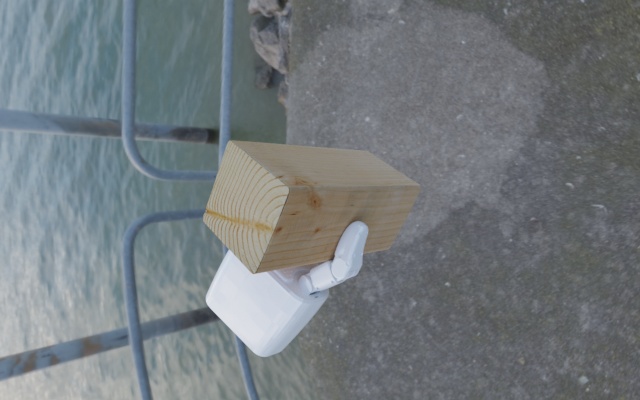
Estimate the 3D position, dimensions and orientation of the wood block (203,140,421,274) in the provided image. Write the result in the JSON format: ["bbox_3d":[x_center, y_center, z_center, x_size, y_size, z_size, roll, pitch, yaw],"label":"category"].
[{"bbox_3d":[0.000,0.002,0.492,0.206,0.090,0.090,-3,34,-48],"label":"wood block"}]
